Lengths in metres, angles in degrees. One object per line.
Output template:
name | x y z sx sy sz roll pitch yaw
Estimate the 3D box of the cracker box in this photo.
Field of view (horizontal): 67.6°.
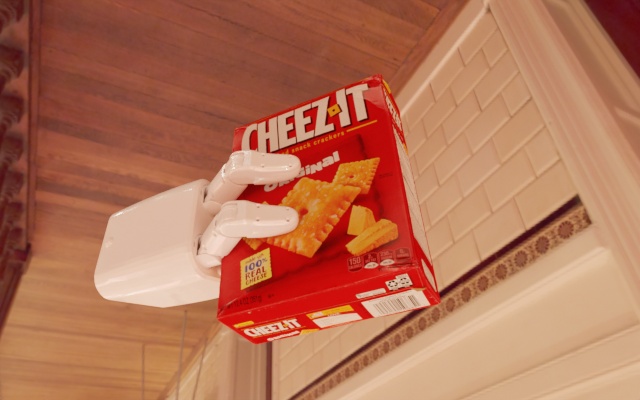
cracker box | 0.000 0.002 0.425 0.164 0.213 0.072 -17 -39 17
